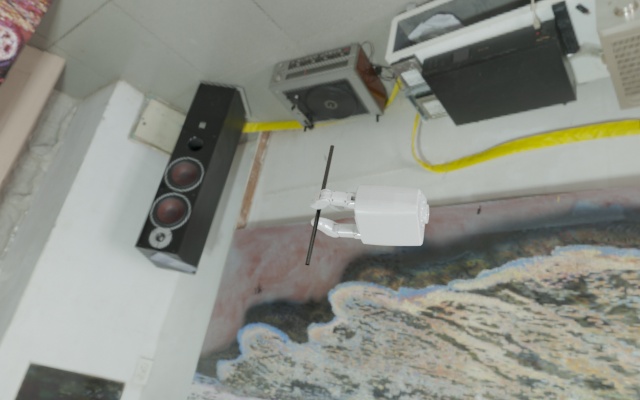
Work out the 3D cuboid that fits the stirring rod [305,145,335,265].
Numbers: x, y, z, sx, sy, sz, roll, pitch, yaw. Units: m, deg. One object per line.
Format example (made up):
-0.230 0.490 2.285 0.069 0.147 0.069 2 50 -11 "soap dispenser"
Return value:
0.000 0.003 0.868 0.011 0.239 0.011 10 -24 5 "stirring rod"
